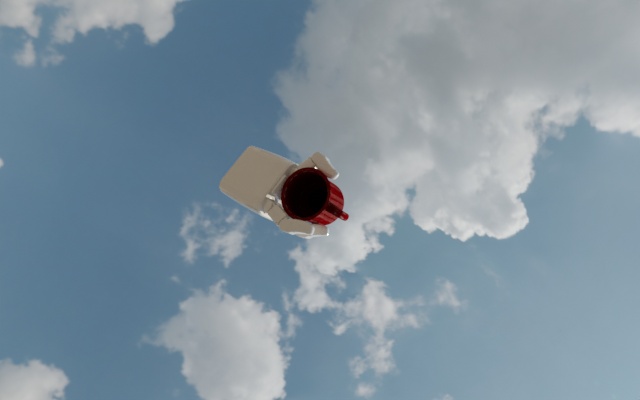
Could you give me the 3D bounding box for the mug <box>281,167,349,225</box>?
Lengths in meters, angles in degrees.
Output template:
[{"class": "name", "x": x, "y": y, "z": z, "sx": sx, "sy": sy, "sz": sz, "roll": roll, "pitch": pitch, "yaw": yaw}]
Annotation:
[{"class": "mug", "x": 0.001, "y": 0.003, "z": 0.825, "sx": 0.117, "sy": 0.093, "sz": 0.081, "roll": 27, "pitch": -1, "yaw": 28}]
